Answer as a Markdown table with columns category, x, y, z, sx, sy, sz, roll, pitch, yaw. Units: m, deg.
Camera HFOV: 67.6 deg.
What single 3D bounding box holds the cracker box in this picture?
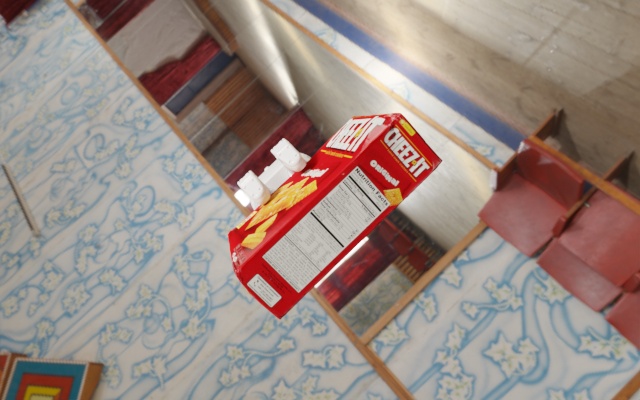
| category | x | y | z | sx | sy | sz | roll | pitch | yaw |
| --- | --- | --- | --- | --- | --- | --- | --- | --- | --- |
| cracker box | 0.000 | 0.002 | 0.507 | 0.213 | 0.072 | 0.164 | -44 | 15 | -2 |
